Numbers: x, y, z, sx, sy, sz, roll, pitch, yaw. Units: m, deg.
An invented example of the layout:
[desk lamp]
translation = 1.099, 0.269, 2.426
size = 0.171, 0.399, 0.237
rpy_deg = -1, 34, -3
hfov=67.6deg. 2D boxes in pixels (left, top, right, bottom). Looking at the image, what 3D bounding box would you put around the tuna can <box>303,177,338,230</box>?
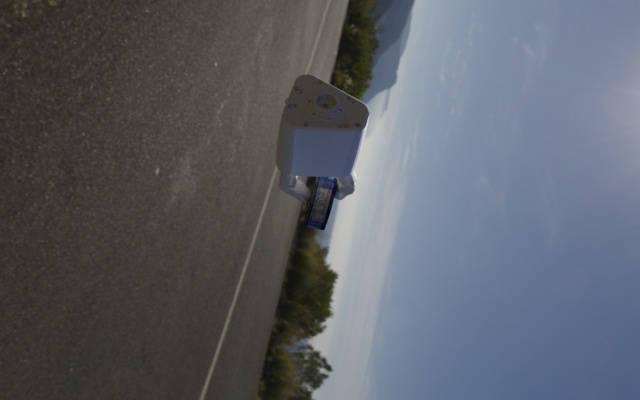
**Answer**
[tuna can]
translation = 0.001, 0.003, 0.742
size = 0.034, 0.086, 0.086
rpy_deg = 15, -1, -2
